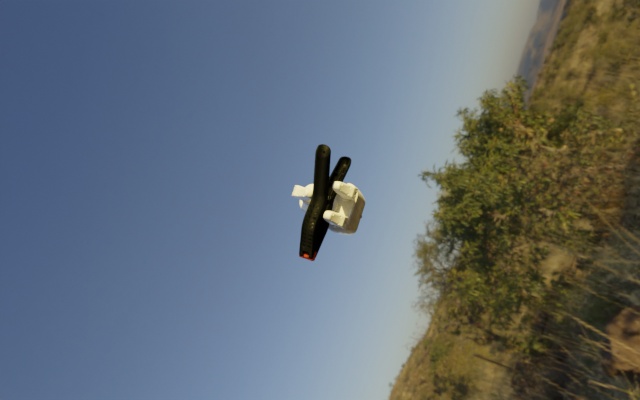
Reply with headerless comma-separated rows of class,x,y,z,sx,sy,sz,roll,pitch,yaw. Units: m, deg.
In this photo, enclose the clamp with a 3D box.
clamp,-0.001,0.003,0.850,0.036,0.210,0.164,16,-4,18
